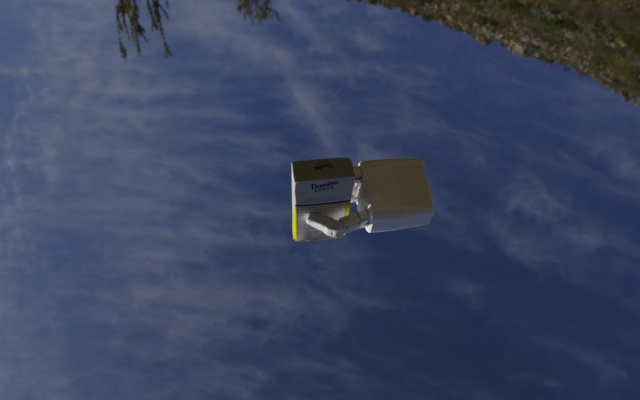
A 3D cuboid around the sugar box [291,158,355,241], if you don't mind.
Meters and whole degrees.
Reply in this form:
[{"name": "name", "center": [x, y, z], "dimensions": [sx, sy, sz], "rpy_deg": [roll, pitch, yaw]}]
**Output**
[{"name": "sugar box", "center": [0.000, 0.002, 0.776], "dimensions": [0.093, 0.048, 0.176], "rpy_deg": [-5, -37, -7]}]
